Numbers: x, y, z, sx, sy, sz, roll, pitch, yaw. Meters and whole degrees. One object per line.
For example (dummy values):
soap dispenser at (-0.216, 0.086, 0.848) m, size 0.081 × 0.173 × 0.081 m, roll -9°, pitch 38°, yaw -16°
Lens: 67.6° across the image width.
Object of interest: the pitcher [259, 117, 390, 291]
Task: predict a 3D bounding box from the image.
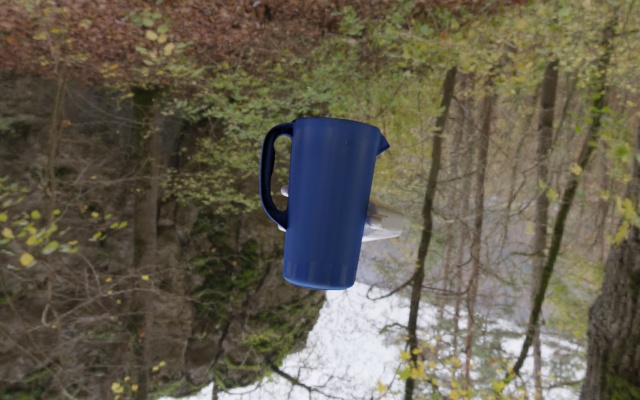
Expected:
pitcher at (0.000, 0.002, 0.705) m, size 0.149 × 0.243 × 0.145 m, roll 6°, pitch -1°, yaw 34°
